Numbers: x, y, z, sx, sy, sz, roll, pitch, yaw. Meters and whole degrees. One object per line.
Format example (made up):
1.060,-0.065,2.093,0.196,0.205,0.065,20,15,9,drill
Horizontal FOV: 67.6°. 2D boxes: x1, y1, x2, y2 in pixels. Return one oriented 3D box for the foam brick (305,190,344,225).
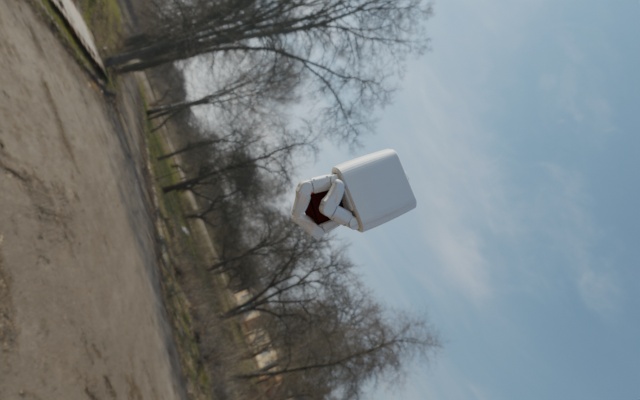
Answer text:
0.000,0.003,0.815,0.051,0.053,0.078,-22,15,-12,foam brick
